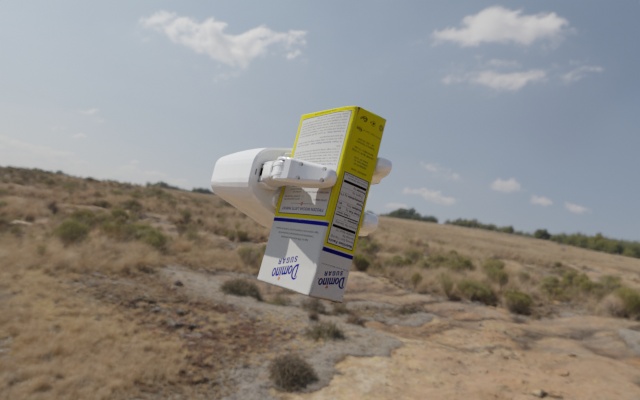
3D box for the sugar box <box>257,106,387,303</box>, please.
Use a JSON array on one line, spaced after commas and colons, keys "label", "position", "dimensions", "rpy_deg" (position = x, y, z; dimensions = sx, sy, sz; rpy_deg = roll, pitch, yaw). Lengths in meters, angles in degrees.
[{"label": "sugar box", "position": [0.000, 0.002, 0.458], "dimensions": [0.048, 0.176, 0.093], "rpy_deg": [18, -8, -35]}]
